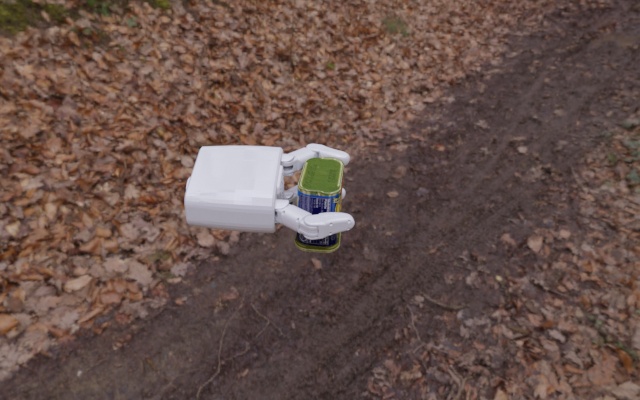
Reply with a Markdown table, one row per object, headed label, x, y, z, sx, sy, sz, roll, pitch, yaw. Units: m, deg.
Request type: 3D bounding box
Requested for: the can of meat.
| label | x | y | z | sx | sy | sz | roll | pitch | yaw |
| --- | --- | --- | --- | --- | --- | --- | --- | --- | --- |
| can of meat | 0.000 | 0.002 | 0.603 | 0.057 | 0.084 | 0.102 | 5 | 30 | 4 |
